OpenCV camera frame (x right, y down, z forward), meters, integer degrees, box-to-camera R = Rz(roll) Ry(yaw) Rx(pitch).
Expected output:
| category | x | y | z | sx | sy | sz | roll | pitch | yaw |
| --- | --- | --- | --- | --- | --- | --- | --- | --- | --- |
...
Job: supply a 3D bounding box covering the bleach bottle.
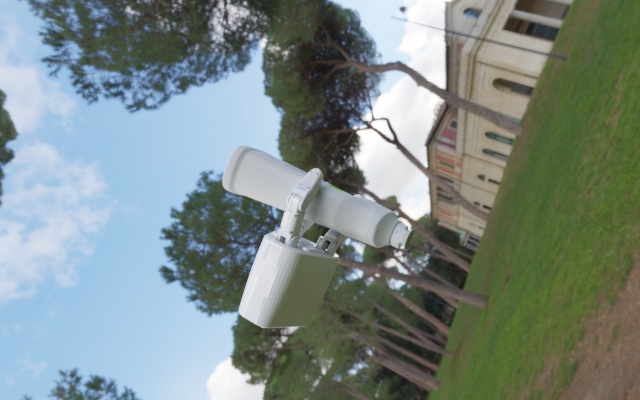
| category | x | y | z | sx | sy | sz | roll | pitch | yaw |
| --- | --- | --- | --- | --- | --- | --- | --- | --- | --- |
| bleach bottle | 0.000 | 0.002 | 0.630 | 0.251 | 0.068 | 0.102 | 23 | 6 | 22 |
